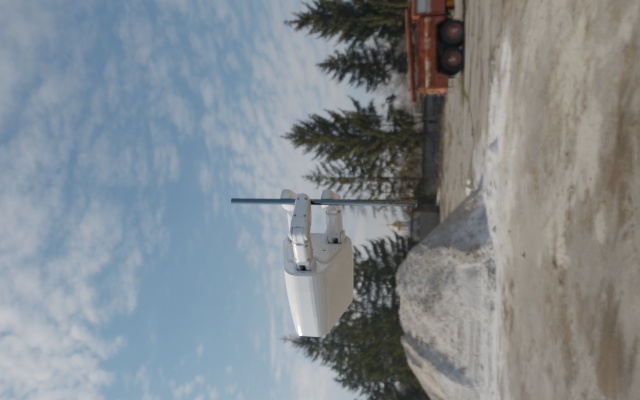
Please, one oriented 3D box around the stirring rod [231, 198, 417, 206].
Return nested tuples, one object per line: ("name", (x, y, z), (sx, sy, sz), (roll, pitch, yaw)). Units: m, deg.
("stirring rod", (0.000, 0.002, 0.607), (0.239, 0.011, 0.011), (1, 0, 13))
